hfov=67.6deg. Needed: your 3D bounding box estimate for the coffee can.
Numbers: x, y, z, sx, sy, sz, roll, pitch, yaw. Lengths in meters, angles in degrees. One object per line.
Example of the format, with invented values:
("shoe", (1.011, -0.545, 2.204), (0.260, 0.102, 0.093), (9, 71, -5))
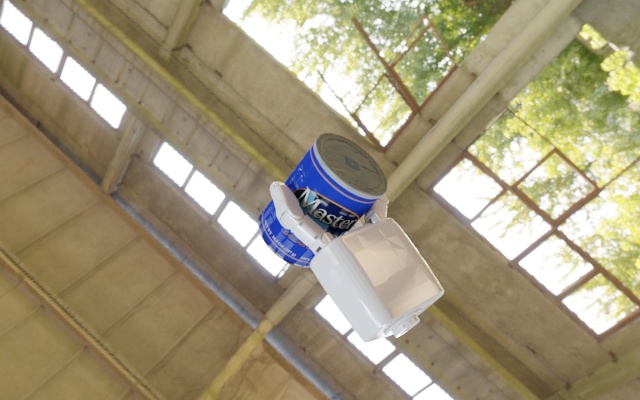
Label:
("coffee can", (0.000, 0.002, 0.594), (0.103, 0.102, 0.140), (0, -41, -46))
